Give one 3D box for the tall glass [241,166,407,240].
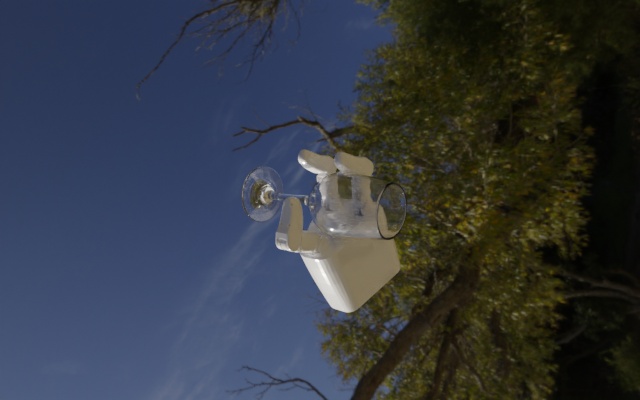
[{"bbox_3d":[-0.001,0.002,0.568,0.201,0.079,0.079,7,5,40],"label":"tall glass"}]
